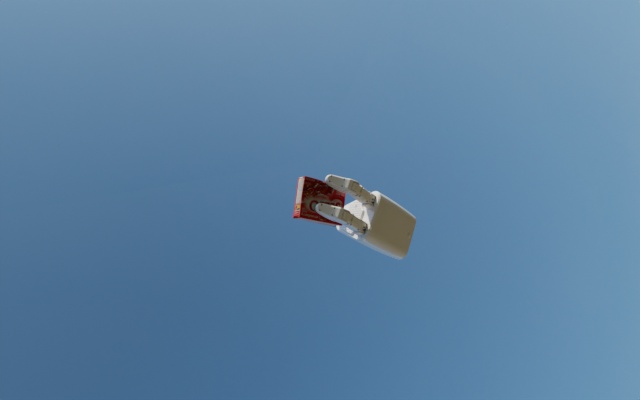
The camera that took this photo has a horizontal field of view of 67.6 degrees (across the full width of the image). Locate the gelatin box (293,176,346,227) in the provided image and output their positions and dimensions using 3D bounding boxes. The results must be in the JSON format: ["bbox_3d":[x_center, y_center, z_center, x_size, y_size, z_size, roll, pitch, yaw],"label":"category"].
[{"bbox_3d":[0.000,0.003,0.838,0.089,0.073,0.030,13,-11,-28],"label":"gelatin box"}]
